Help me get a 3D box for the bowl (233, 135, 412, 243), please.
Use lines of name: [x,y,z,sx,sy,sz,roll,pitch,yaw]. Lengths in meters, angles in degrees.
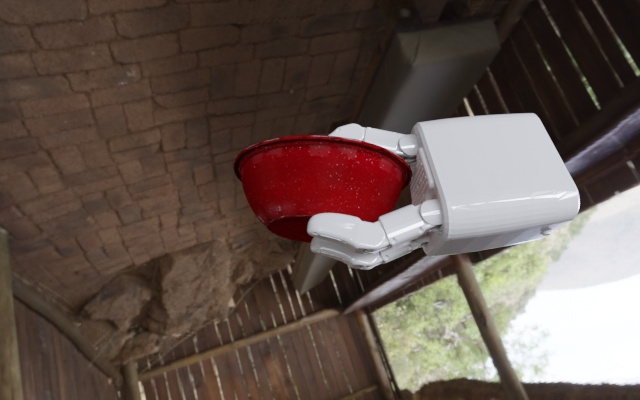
bowl: [-0.001,0.002,0.428,0.162,0.055,0.162,3,-19,1]
